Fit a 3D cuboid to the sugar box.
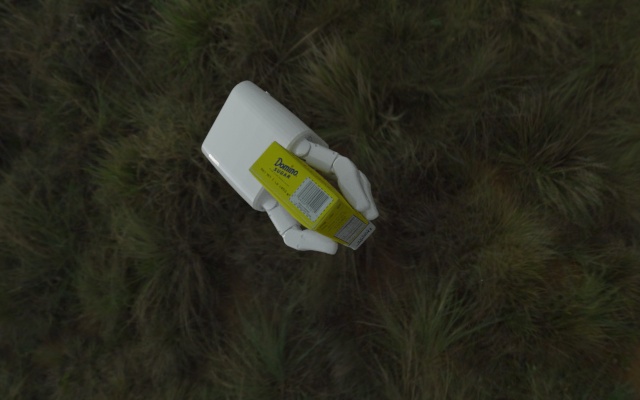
[{"bbox_3d":[0.000,0.001,0.524,0.093,0.048,0.176,43,6,20],"label":"sugar box"}]
